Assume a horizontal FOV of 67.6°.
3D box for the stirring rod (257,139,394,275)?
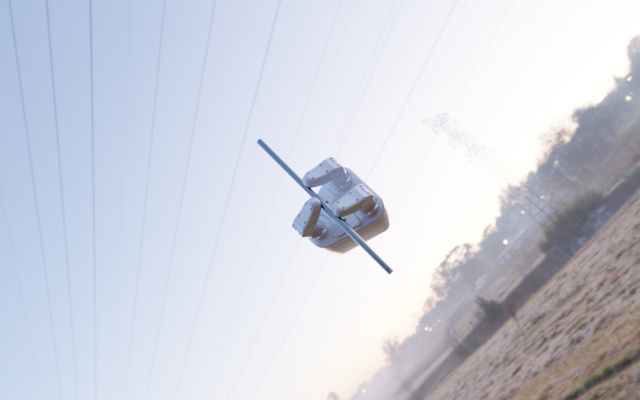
[{"bbox_3d":[0.000,0.002,0.579,0.239,0.011,0.011,45,19,20],"label":"stirring rod"}]
